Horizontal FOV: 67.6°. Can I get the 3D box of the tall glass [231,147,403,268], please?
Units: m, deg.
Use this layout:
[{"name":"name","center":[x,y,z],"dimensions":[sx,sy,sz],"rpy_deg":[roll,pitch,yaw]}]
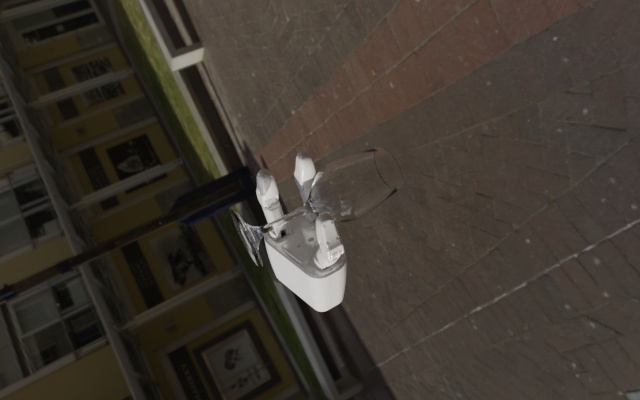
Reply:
[{"name":"tall glass","center":[0.000,0.002,0.574],"dimensions":[0.201,0.079,0.079],"rpy_deg":[-26,8,-17]}]
